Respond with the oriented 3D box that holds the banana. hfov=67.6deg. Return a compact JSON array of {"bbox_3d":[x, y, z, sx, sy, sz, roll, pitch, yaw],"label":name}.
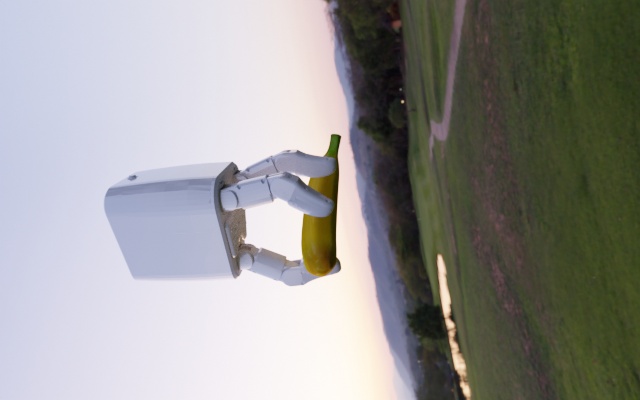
[{"bbox_3d":[0.000,0.013,0.484,0.037,0.070,0.197,3,42,1],"label":"banana"}]
